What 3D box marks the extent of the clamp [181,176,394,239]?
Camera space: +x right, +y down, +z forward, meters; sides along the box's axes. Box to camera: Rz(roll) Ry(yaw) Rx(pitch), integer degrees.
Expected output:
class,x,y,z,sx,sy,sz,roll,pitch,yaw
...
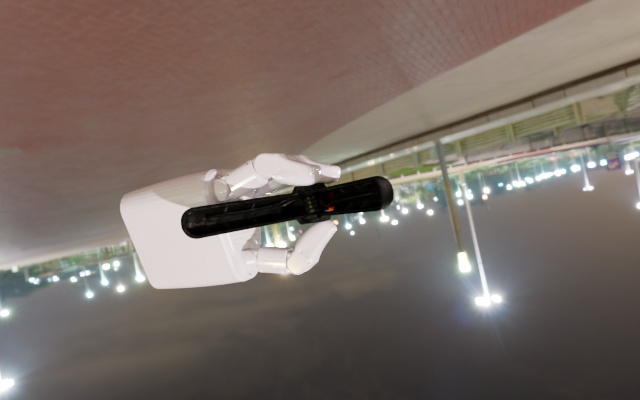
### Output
class,x,y,z,sx,sy,sz,roll,pitch,yaw
clamp,0.000,0.002,0.435,0.164,0.036,0.210,-8,1,20
